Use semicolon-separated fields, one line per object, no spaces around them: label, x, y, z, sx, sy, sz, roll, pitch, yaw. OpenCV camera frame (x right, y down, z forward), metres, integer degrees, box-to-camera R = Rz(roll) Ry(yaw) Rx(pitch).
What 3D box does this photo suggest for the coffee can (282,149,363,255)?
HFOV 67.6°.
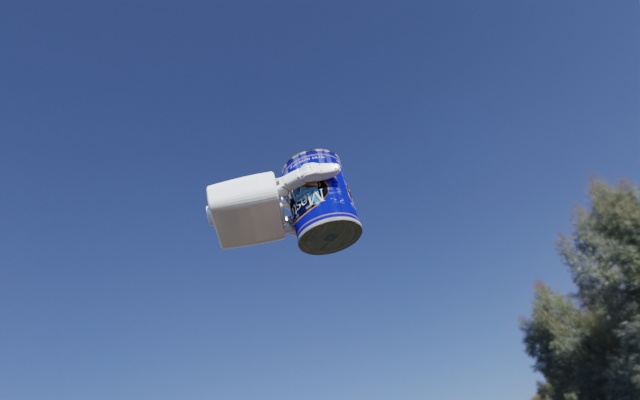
coffee can;0.000;0.003;0.772;0.103;0.140;0.103;-11;-33;-7
